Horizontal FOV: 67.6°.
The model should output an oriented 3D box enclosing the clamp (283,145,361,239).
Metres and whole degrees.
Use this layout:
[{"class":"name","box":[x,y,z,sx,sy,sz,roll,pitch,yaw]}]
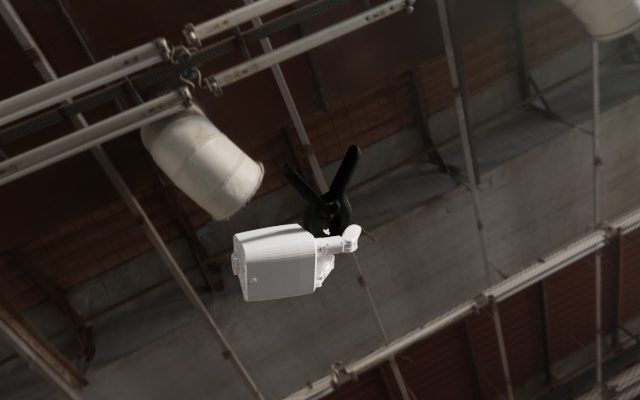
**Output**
[{"class":"clamp","box":[0.000,0.002,0.718,0.120,0.171,0.039,-7,28,-18]}]
